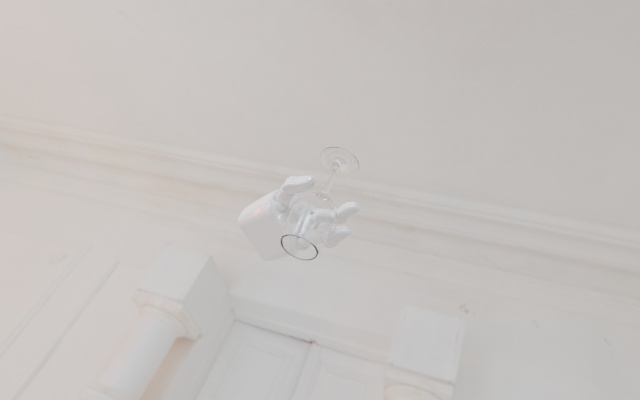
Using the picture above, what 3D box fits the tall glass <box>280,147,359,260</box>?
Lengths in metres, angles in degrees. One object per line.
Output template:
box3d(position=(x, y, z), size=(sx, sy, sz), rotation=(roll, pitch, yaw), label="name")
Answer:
box3d(position=(0.000, 0.002, 0.793), size=(0.079, 0.201, 0.079), rotation=(15, -40, 13), label="tall glass")
